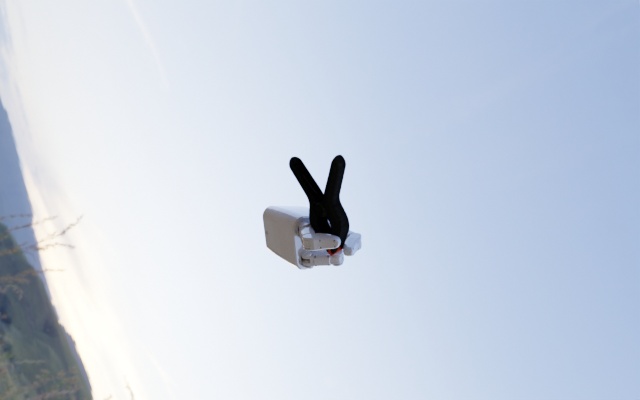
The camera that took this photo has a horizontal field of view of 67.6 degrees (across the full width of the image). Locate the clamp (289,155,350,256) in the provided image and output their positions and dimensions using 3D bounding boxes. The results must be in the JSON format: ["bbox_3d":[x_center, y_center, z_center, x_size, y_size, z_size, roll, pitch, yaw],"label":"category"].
[{"bbox_3d":[0.001,0.003,0.775,0.039,0.171,0.120,-19,24,-34],"label":"clamp"}]
